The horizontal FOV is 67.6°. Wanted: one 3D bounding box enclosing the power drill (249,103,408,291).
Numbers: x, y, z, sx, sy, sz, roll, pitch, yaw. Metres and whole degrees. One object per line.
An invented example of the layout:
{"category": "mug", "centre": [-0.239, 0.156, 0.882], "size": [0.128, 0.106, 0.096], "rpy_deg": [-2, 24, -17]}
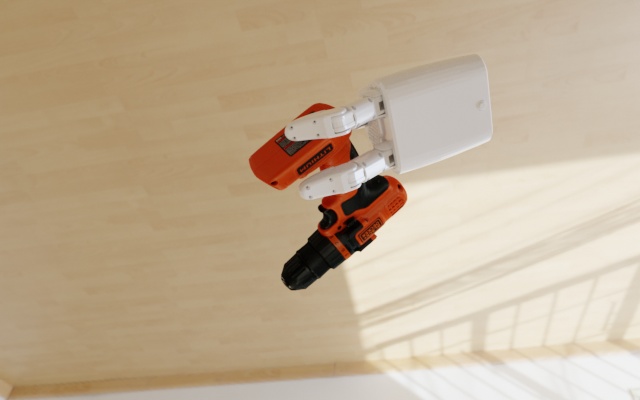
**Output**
{"category": "power drill", "centre": [0.000, 0.001, 0.525], "size": [0.057, 0.184, 0.188], "rpy_deg": [42, -9, 42]}
